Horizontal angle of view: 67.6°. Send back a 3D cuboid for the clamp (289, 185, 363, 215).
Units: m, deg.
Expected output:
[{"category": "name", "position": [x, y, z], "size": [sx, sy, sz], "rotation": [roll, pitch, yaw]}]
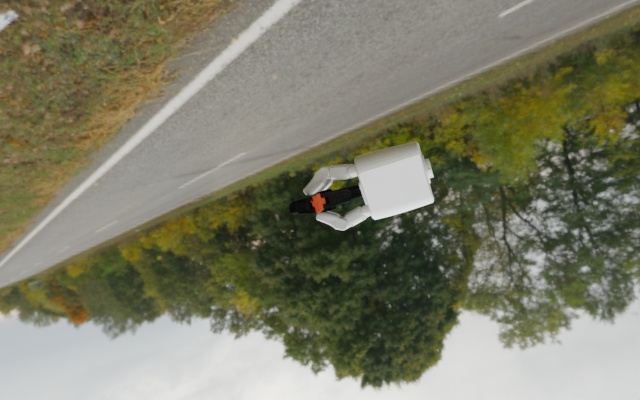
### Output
[{"category": "clamp", "position": [0.000, 0.003, 0.827], "size": [0.164, 0.036, 0.210], "rotation": [-15, 0, 14]}]
